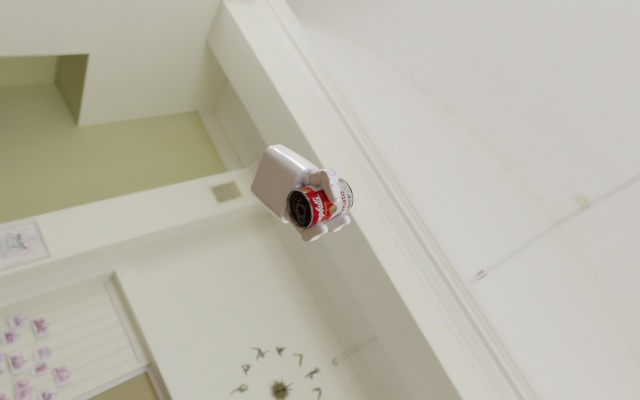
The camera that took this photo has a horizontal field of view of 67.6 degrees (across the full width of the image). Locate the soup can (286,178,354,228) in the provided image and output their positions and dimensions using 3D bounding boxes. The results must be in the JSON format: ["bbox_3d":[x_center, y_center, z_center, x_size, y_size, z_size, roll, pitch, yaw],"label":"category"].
[{"bbox_3d":[0.001,0.003,0.843,0.102,0.068,0.068,-19,12,-39],"label":"soup can"}]
